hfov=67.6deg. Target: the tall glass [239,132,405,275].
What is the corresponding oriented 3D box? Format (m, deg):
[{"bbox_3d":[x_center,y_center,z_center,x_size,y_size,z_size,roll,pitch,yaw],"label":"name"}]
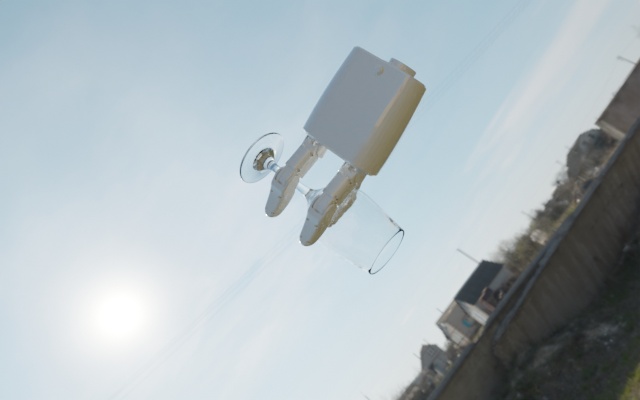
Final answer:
[{"bbox_3d":[0.000,0.002,0.560,0.201,0.079,0.079,37,16,22],"label":"tall glass"}]
